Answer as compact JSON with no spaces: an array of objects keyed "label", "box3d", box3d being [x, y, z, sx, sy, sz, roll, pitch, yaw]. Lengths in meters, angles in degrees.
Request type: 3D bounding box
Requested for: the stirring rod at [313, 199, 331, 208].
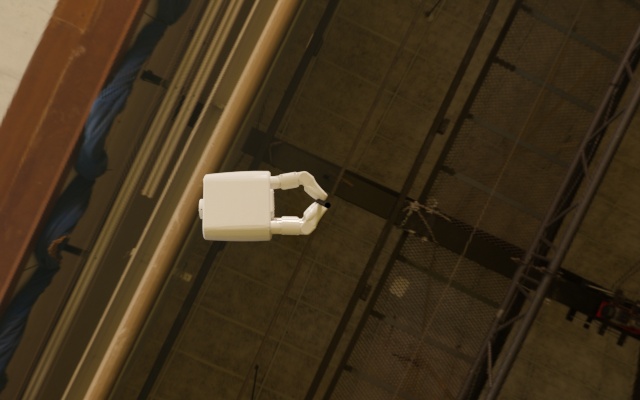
[{"label":"stirring rod","box3d":[0.000,0.002,0.743,0.011,0.011,0.239,0,2,-4]}]
